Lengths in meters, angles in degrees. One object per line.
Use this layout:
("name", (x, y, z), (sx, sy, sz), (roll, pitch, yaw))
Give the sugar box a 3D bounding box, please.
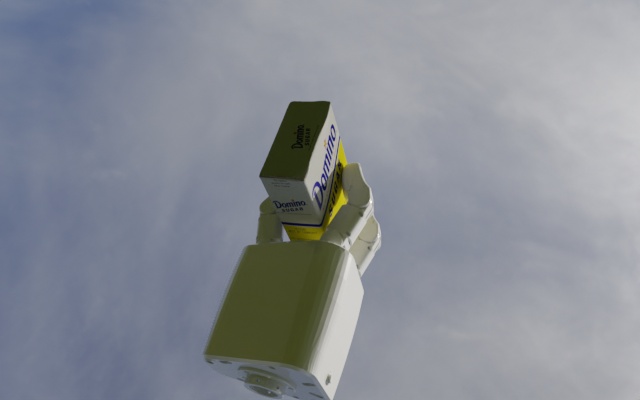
("sugar box", (0.001, 0.002, 0.459), (0.048, 0.093, 0.176), (5, -36, 17))
